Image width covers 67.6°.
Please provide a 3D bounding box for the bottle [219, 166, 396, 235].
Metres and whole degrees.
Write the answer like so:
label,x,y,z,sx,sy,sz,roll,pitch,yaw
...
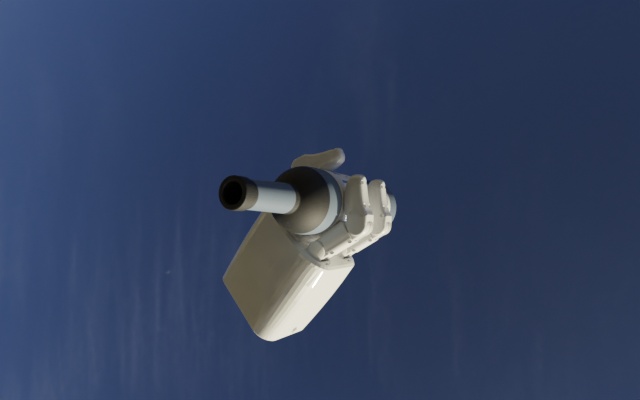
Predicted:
label,x,y,z,sx,sy,sz,roll,pitch,yaw
bottle,0.000,0.002,0.495,0.069,0.069,0.296,0,-3,27
